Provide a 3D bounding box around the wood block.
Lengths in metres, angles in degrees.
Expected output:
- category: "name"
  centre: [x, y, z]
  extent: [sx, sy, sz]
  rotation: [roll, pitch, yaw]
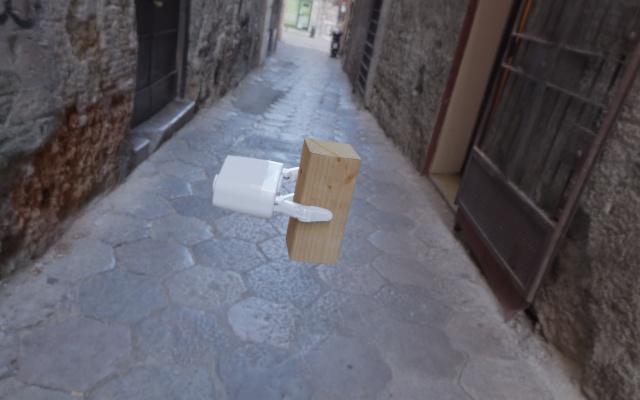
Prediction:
- category: "wood block"
  centre: [0.000, 0.003, 0.868]
  extent: [0.090, 0.206, 0.090]
  rotation: [7, 23, -13]
